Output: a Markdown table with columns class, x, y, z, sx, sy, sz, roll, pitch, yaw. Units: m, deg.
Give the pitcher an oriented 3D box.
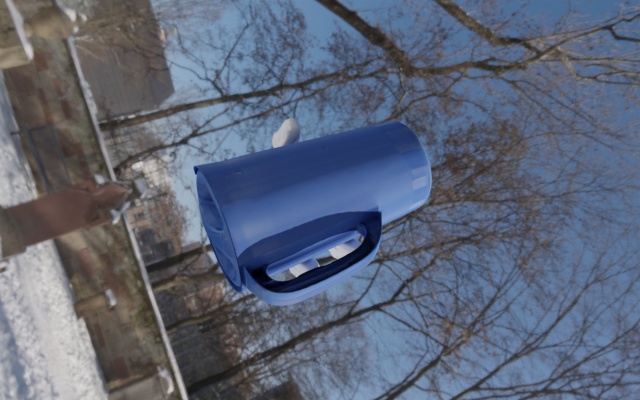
| class | x | y | z | sx | sy | sz | roll | pitch | yaw |
| --- | --- | --- | --- | --- | --- | --- | --- | --- | --- |
| pitcher | 0.000 | 0.002 | 0.512 | 0.243 | 0.149 | 0.145 | -19 | 6 | -21 |
